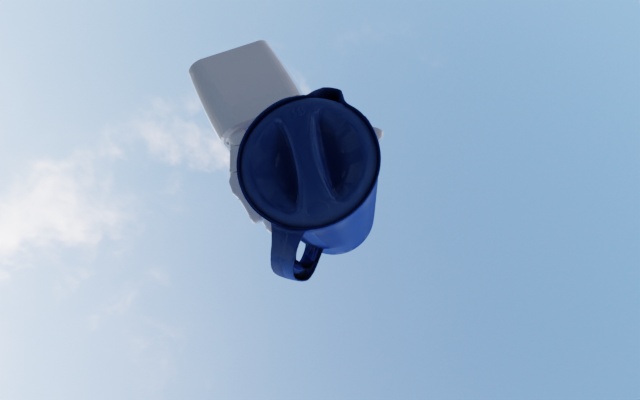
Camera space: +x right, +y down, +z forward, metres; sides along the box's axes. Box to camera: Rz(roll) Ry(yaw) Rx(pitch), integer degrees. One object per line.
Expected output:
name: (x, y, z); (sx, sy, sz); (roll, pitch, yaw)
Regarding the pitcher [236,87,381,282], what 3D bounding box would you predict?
pitcher: (0.000, 0.002, 0.540); (0.149, 0.145, 0.243); (-32, -17, -1)
